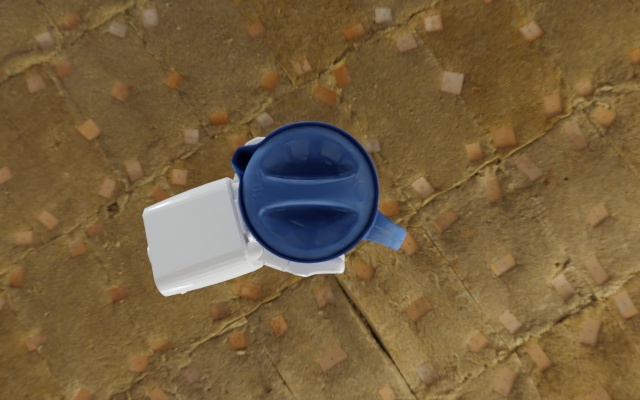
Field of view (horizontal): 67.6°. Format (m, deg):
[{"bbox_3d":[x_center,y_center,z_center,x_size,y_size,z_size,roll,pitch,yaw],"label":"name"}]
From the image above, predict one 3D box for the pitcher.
[{"bbox_3d":[0.000,0.002,0.559,0.145,0.149,0.243,-19,-2,1],"label":"pitcher"}]
